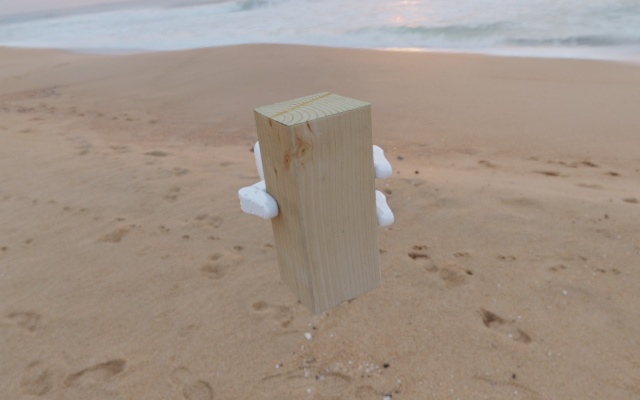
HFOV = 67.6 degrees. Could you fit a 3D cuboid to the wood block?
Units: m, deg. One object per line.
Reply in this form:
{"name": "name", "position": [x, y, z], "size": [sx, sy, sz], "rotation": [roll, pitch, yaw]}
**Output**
{"name": "wood block", "position": [0.000, 0.001, 0.507], "size": [0.091, 0.206, 0.090], "rotation": [-19, 27, -24]}
